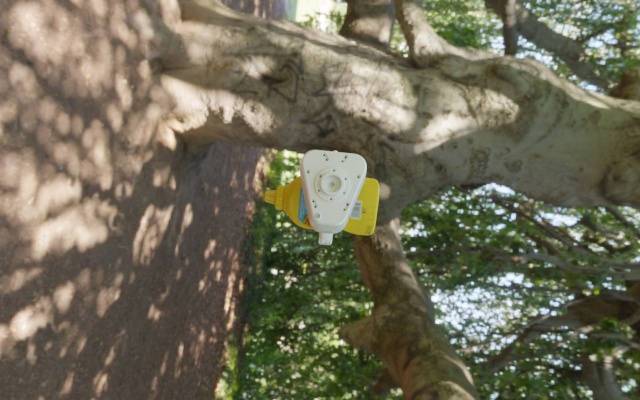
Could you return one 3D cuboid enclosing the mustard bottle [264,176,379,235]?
[{"bbox_3d":[0.000,0.003,0.816,0.191,0.096,0.058,6,17,0],"label":"mustard bottle"}]
